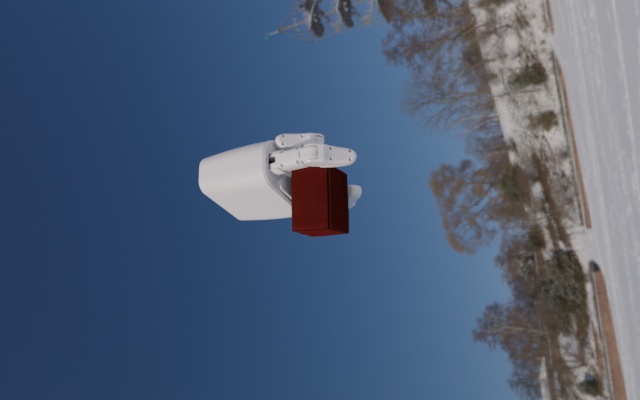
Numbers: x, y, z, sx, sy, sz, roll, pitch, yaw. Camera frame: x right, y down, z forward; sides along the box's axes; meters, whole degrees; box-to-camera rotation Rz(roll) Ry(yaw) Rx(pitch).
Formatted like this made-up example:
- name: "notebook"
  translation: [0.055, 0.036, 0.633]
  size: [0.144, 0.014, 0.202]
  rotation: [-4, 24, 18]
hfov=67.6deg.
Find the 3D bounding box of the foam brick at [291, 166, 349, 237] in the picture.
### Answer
- name: "foam brick"
  translation: [0.000, 0.002, 0.571]
  size: [0.051, 0.078, 0.053]
  rotation: [-8, -15, 27]
